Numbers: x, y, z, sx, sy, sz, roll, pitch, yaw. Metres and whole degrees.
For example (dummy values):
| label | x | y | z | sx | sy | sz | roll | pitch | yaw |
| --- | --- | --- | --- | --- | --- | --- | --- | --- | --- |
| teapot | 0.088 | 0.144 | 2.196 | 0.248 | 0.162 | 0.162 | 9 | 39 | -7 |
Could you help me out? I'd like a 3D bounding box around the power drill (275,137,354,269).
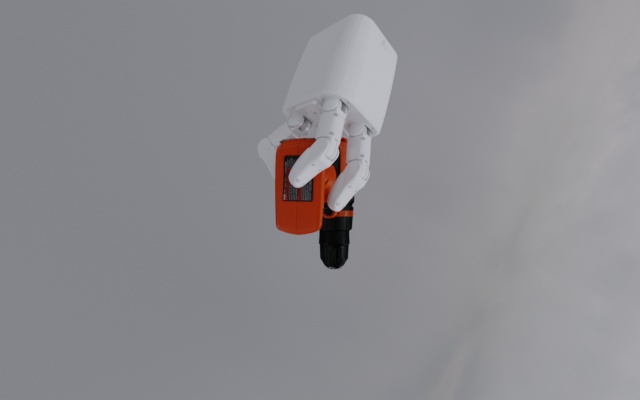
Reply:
| label | x | y | z | sx | sy | sz | roll | pitch | yaw |
| --- | --- | --- | --- | --- | --- | --- | --- | --- | --- |
| power drill | 0.000 | 0.002 | 0.600 | 0.057 | 0.184 | 0.187 | -1 | -2 | 15 |
